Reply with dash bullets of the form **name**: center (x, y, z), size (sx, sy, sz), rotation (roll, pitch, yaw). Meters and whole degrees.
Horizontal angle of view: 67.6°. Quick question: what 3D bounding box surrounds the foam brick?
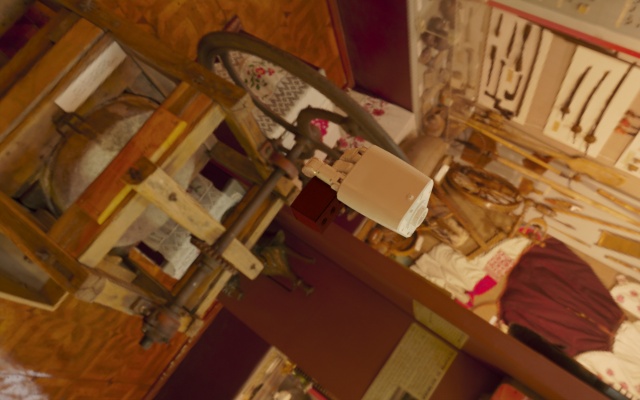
- **foam brick**: center (0.000, 0.003, 0.733), size (0.051, 0.078, 0.053), rotation (33, -15, 22)
